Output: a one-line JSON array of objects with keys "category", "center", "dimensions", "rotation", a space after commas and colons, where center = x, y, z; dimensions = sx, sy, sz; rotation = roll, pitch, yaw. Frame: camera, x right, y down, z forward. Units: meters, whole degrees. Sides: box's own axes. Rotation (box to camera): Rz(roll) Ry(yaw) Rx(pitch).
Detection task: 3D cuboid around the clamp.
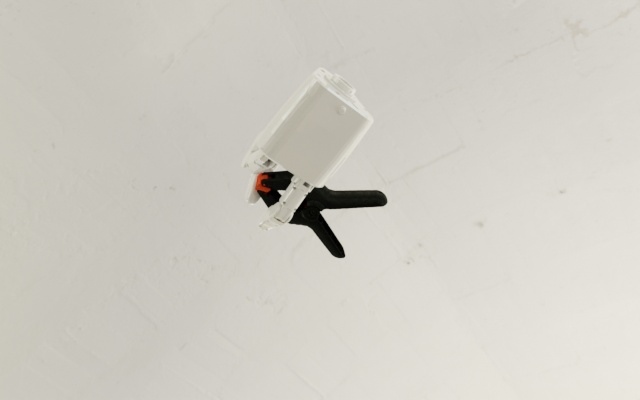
[{"category": "clamp", "center": [0.000, 0.002, 0.630], "dimensions": [0.171, 0.120, 0.039], "rotation": [32, 22, -24]}]
